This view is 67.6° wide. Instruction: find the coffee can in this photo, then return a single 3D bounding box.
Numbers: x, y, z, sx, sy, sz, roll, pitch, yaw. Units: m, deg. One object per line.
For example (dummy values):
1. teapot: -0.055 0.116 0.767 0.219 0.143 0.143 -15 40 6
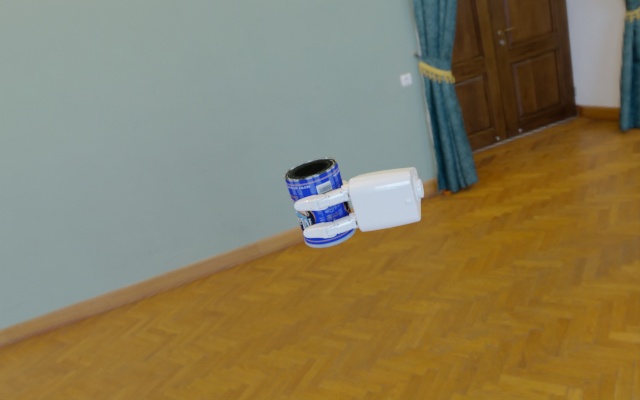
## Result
1. coffee can: 0.000 0.003 0.894 0.103 0.140 0.102 -15 21 6
